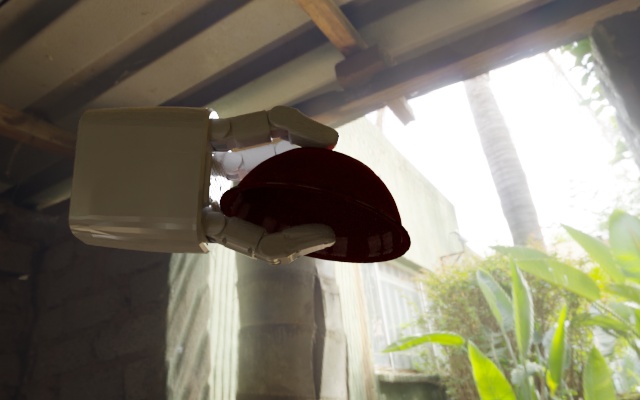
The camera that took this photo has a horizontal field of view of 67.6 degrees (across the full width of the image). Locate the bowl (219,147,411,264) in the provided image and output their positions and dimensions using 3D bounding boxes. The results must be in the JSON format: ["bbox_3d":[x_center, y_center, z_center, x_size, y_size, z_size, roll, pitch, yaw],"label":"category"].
[{"bbox_3d":[0.001,0.001,0.407,0.162,0.055,0.162,12,-23,5],"label":"bowl"}]
